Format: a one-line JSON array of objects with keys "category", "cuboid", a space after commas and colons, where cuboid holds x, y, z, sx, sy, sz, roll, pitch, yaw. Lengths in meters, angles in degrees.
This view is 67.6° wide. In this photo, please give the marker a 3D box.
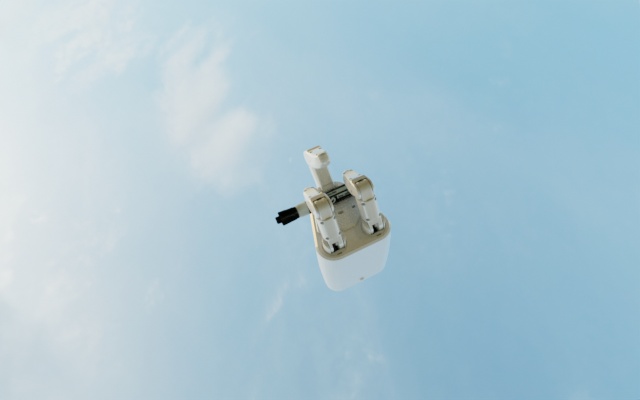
[{"category": "marker", "cuboid": [0.000, 0.002, 0.601, 0.121, 0.020, 0.020, -24, 4, -10]}]
